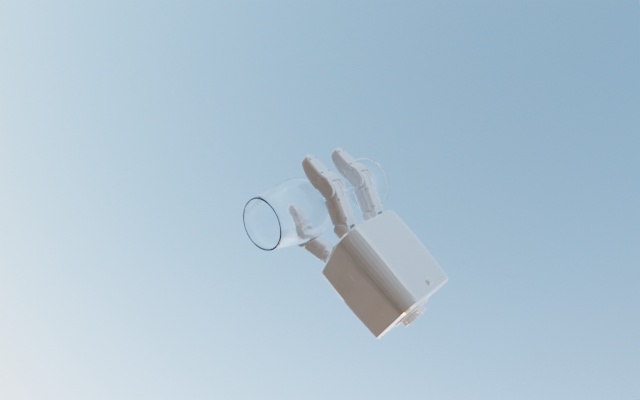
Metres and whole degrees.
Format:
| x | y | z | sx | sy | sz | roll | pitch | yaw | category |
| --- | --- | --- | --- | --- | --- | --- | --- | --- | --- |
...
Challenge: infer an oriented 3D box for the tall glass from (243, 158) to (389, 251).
| x | y | z | sx | sy | sz | roll | pitch | yaw | category |
| --- | --- | --- | --- | --- | --- | --- | --- | --- | --- |
| 0.000 | 0.002 | 0.594 | 0.079 | 0.079 | 0.201 | 0 | 14 | 43 | tall glass |
